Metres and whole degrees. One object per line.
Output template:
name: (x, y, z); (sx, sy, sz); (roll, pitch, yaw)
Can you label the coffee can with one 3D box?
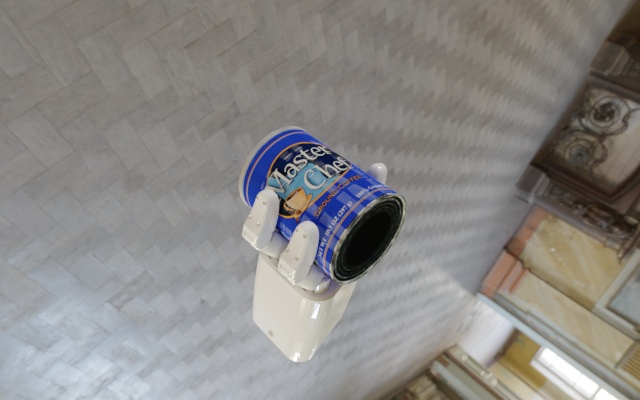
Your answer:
coffee can: (0.000, 0.001, 0.483); (0.140, 0.103, 0.103); (37, 22, 31)
